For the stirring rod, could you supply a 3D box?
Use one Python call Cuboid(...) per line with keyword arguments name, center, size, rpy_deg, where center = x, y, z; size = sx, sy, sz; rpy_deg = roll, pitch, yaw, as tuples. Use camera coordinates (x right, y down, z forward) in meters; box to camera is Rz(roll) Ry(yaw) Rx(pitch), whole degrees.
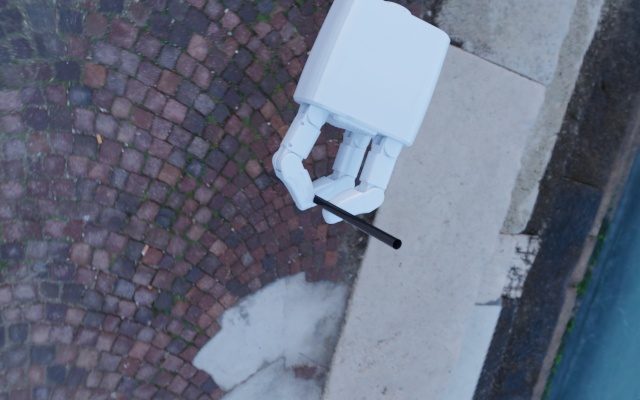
Cuboid(name="stirring rod", center=(0.000, 0.001, 0.442), size=(0.011, 0.011, 0.239), rpy_deg=(0, 14, -28))
